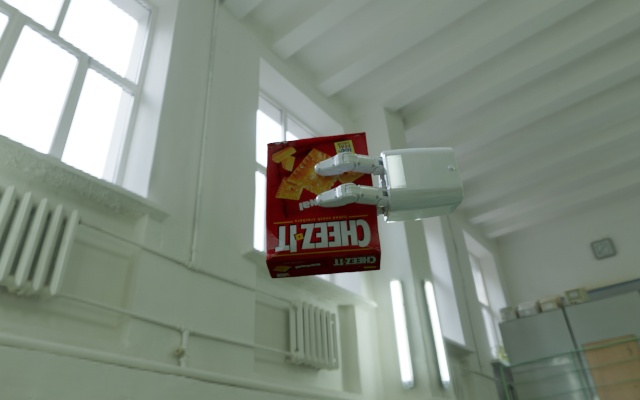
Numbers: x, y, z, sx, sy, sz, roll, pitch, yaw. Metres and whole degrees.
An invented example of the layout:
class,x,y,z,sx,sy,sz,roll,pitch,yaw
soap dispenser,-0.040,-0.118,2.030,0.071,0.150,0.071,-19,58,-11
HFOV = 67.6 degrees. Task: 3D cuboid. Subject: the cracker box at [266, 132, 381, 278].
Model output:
class,x,y,z,sx,sy,sz,roll,pitch,yaw
cracker box,0.000,0.002,0.732,0.164,0.213,0.072,-5,-32,3
